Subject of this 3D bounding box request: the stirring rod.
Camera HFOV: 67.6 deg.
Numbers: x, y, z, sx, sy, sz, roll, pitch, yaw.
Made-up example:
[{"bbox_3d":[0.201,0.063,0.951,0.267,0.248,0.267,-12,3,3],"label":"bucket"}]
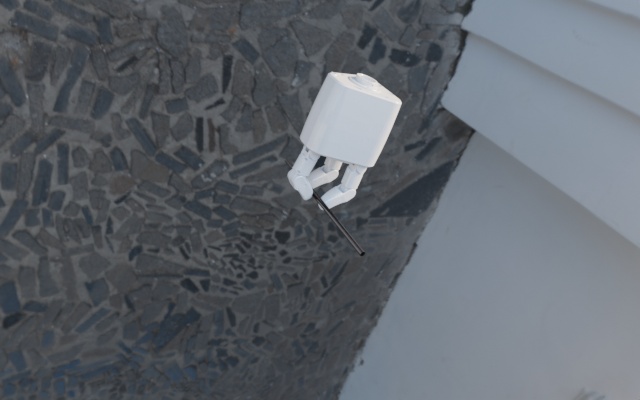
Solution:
[{"bbox_3d":[0.000,0.002,0.724,0.011,0.011,0.239,0,36,-36],"label":"stirring rod"}]
